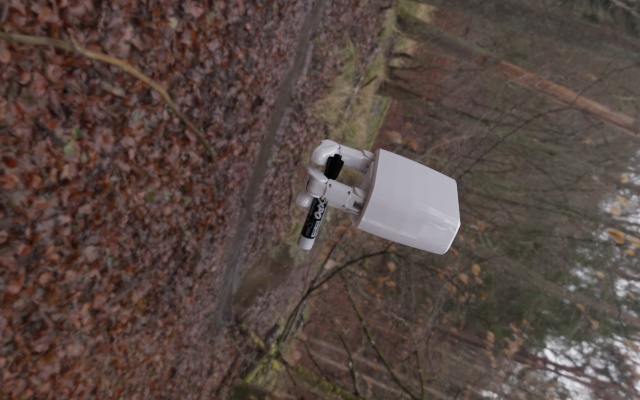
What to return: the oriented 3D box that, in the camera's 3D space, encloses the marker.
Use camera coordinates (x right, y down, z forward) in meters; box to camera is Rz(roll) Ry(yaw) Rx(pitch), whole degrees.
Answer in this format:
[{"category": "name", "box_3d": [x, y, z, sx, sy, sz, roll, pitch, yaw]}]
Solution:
[{"category": "marker", "box_3d": [0.000, 0.002, 0.555, 0.020, 0.121, 0.020, 18, 21, -7]}]
